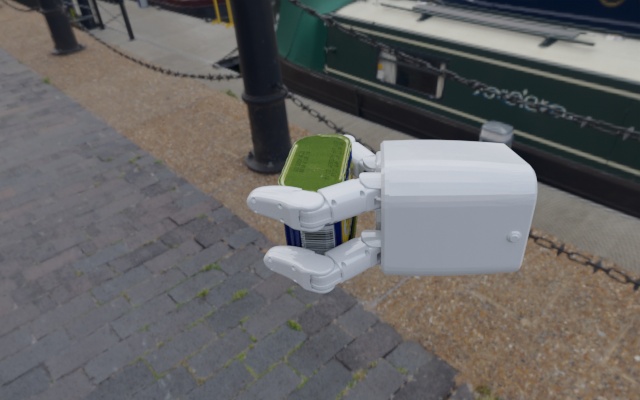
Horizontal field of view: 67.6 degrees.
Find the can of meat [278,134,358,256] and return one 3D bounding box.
[{"bbox_3d":[0.000,0.001,0.410,0.057,0.084,0.102,1,35,9],"label":"can of meat"}]
